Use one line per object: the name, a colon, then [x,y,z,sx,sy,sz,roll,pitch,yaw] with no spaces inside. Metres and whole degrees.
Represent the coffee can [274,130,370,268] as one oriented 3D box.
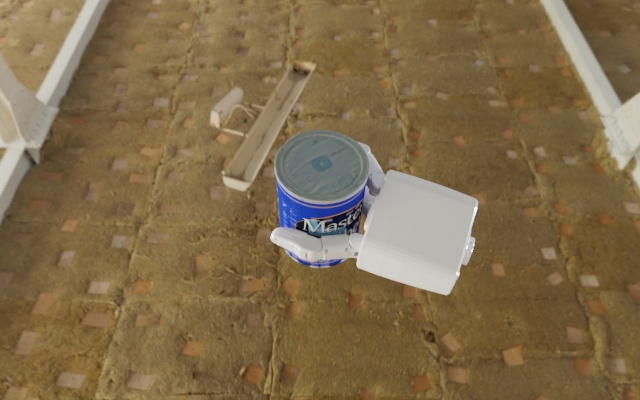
coffee can: [0.000,0.002,0.568,0.103,0.102,0.140,0,-37,-2]
